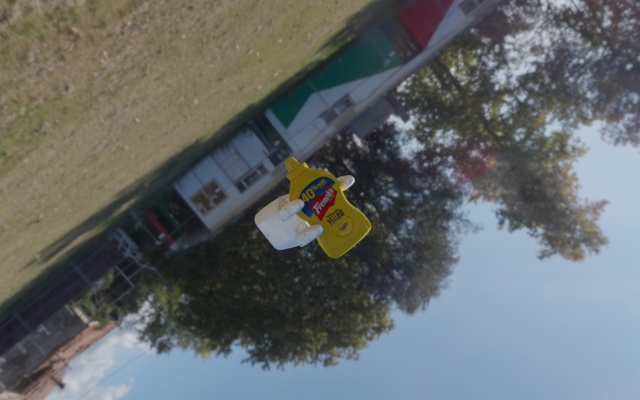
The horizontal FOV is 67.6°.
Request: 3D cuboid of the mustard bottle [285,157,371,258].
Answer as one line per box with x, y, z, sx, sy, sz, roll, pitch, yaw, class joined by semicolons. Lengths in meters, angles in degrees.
0.000;0.003;0.856;0.096;0.191;0.058;-39;9;-12;mustard bottle
